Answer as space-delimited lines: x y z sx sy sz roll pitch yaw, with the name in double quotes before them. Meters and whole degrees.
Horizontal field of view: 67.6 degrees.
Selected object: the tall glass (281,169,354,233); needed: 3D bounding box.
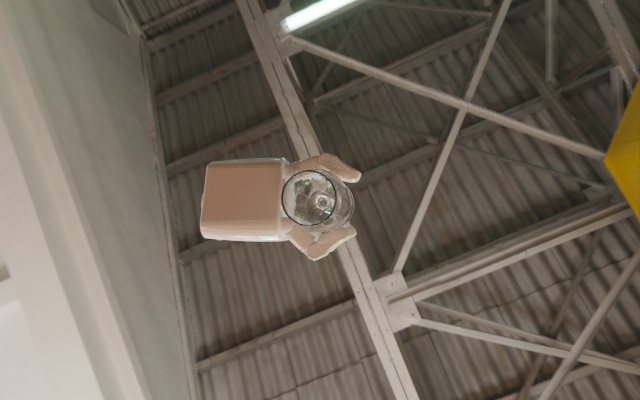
"tall glass" 0.000 0.002 0.617 0.079 0.079 0.201 0 -3 7
